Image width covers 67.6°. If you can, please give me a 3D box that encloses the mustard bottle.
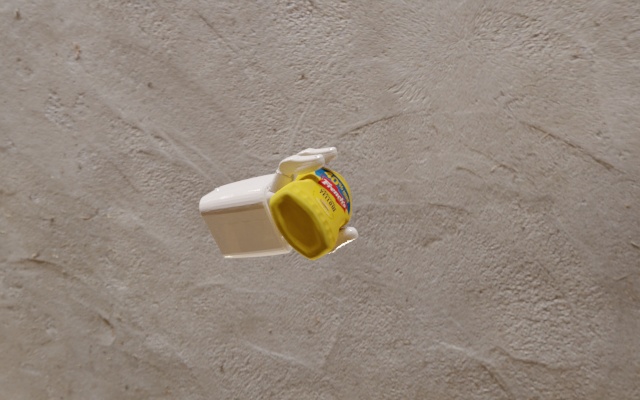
[{"bbox_3d":[0.000,0.002,0.656,0.058,0.096,0.191,-34,5,24],"label":"mustard bottle"}]
